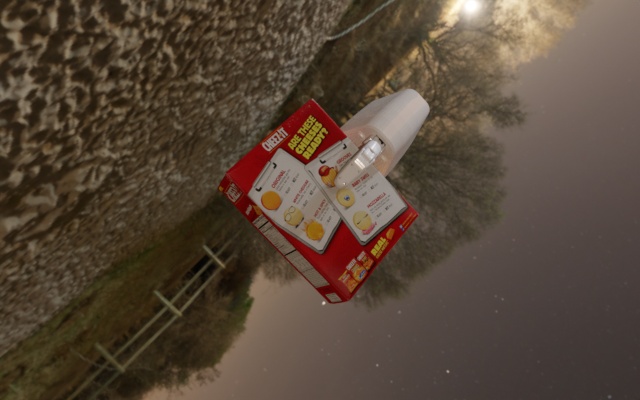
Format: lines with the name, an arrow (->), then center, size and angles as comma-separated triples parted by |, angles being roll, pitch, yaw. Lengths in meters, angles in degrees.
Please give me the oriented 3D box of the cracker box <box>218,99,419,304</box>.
cracker box -> 0.000, 0.002, 0.625 | 0.164, 0.214, 0.072 | -46, 5, -27
